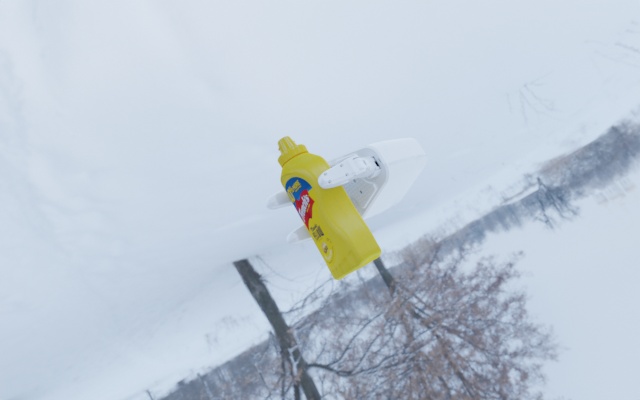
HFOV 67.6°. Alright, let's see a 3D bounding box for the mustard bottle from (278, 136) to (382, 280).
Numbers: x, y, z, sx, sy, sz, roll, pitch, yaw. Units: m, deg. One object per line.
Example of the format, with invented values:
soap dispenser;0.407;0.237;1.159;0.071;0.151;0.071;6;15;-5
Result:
mustard bottle;0.000;0.002;0.601;0.058;0.191;0.096;-26;-11;-23
